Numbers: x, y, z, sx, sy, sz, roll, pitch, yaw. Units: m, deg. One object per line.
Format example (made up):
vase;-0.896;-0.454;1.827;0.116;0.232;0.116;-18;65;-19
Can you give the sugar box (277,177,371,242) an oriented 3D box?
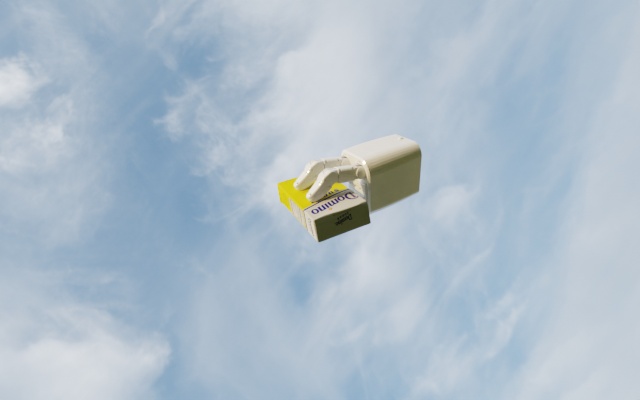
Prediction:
sugar box;0.000;0.002;0.784;0.093;0.048;0.176;-19;24;-17
